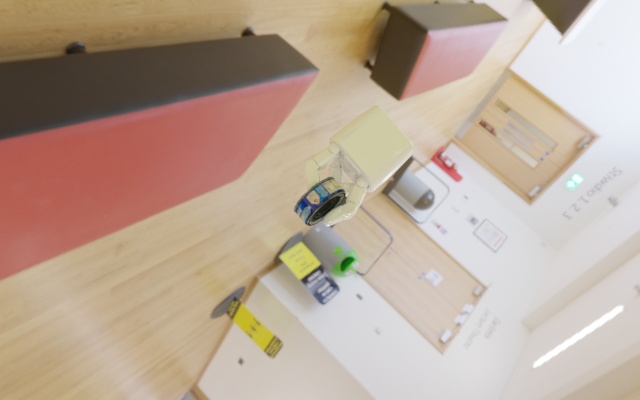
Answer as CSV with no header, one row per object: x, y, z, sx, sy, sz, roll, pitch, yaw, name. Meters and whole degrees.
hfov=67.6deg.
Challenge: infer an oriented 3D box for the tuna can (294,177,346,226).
0.000,0.003,0.780,0.086,0.033,0.086,-38,-15,-12,tuna can
